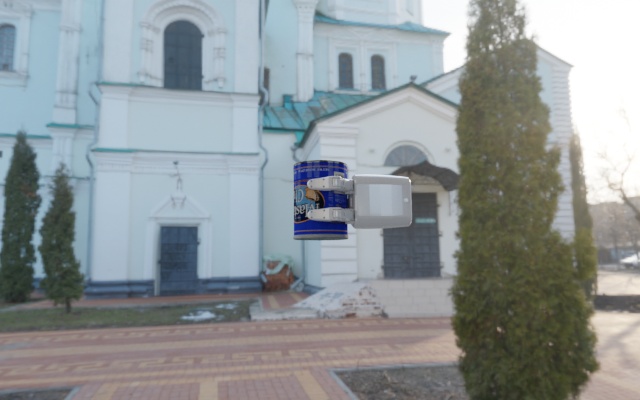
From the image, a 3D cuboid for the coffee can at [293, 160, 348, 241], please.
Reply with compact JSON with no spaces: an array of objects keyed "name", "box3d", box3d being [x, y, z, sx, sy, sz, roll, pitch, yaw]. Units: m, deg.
[{"name":"coffee can","box3d":[0.000,0.003,0.895,0.103,0.140,0.103,0,-7,0]}]
